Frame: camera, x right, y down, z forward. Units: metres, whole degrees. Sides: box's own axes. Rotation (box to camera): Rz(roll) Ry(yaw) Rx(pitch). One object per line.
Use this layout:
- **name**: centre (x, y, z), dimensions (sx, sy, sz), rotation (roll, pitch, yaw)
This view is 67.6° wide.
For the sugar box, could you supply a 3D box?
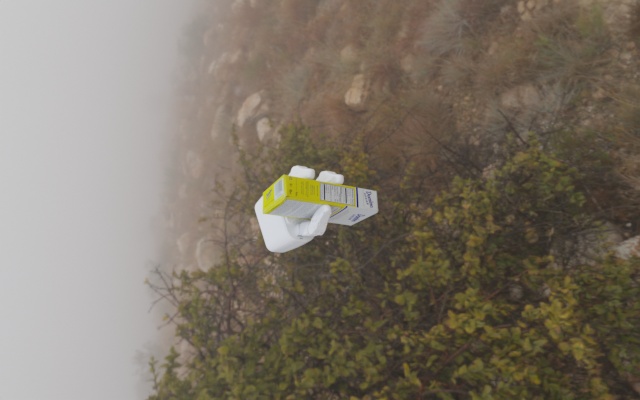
- **sugar box**: centre (0.000, 0.002, 0.812), dimensions (0.176, 0.048, 0.093), rotation (7, -21, -28)
